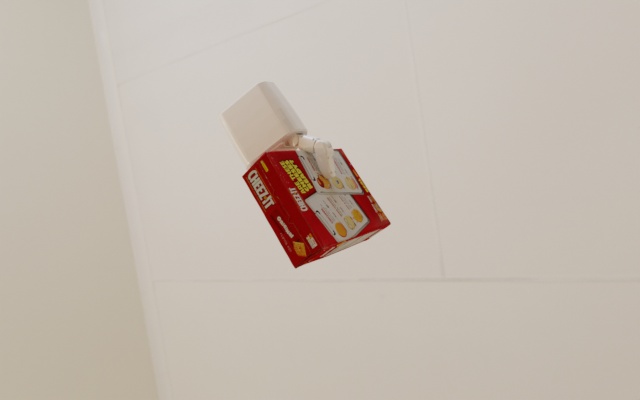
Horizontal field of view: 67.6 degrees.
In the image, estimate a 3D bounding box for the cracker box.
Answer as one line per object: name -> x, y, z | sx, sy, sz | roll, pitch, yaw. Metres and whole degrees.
cracker box -> 0.000, 0.002, 0.756 | 0.072, 0.164, 0.213 | -40, -15, 31
